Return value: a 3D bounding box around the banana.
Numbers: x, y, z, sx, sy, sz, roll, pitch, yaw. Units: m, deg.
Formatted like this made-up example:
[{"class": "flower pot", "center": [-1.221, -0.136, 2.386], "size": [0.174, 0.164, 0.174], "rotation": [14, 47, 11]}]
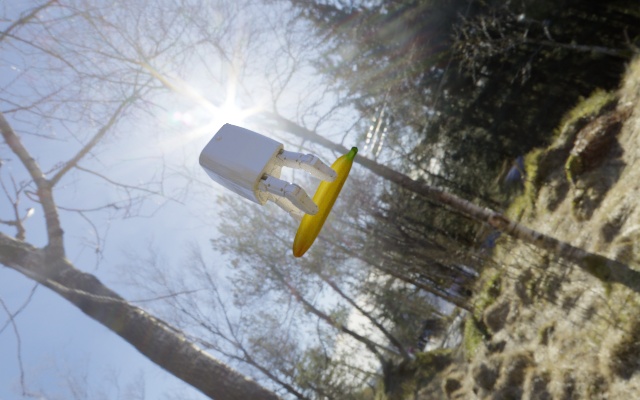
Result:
[{"class": "banana", "center": [0.003, 0.002, 0.776], "size": [0.037, 0.198, 0.069], "rotation": [26, -5, 7]}]
